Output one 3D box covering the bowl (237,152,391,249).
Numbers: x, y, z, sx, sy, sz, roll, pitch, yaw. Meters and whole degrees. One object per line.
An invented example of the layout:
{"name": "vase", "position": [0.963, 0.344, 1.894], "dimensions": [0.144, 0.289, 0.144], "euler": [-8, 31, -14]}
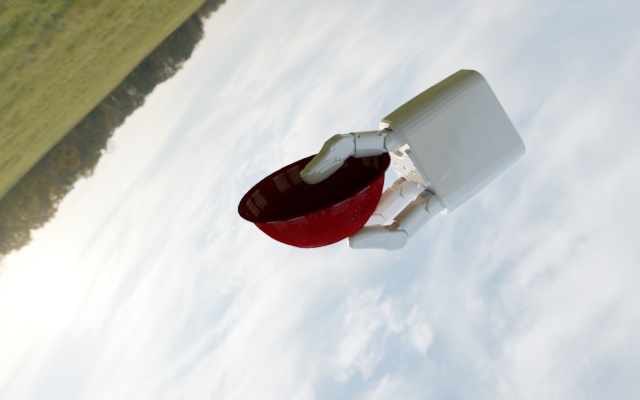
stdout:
{"name": "bowl", "position": [-0.001, 0.002, 0.487], "dimensions": [0.162, 0.055, 0.162], "euler": [-17, 22, 7]}
